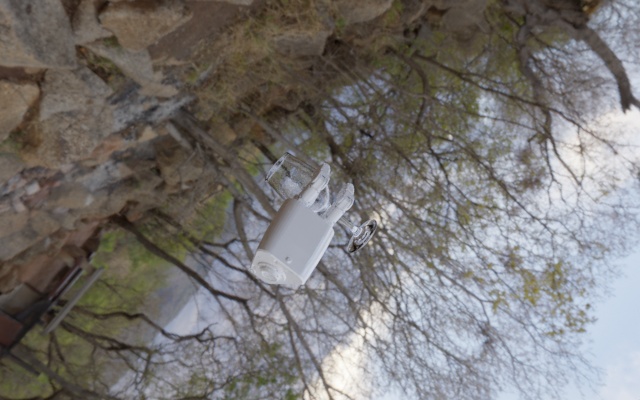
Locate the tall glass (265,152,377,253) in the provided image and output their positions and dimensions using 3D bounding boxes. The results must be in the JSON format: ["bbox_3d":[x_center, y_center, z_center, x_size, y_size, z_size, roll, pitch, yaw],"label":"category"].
[{"bbox_3d":[0.001,0.003,0.828,0.201,0.079,0.079,39,-11,-14],"label":"tall glass"}]
